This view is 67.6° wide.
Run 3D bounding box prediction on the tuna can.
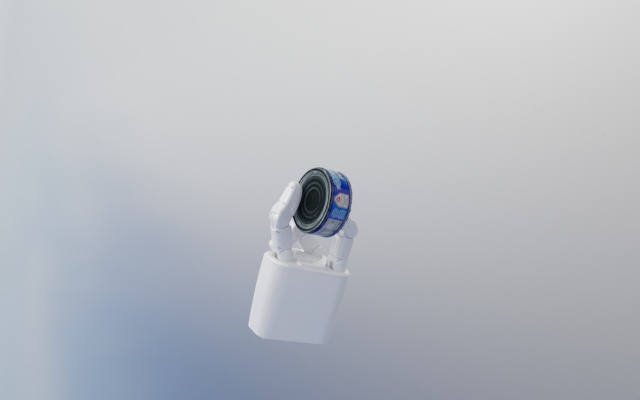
[{"bbox_3d":[0.000,0.002,0.600,0.034,0.086,0.086,14,-8,-35],"label":"tuna can"}]
